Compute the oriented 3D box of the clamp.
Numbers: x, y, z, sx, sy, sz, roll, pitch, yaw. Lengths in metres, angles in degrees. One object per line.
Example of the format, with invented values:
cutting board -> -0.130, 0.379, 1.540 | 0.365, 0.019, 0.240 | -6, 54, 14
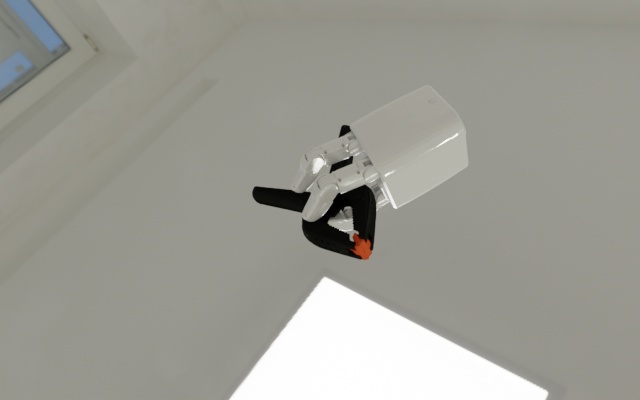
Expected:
clamp -> 0.001, 0.003, 0.589 | 0.164, 0.209, 0.036 | -31, -48, 7
